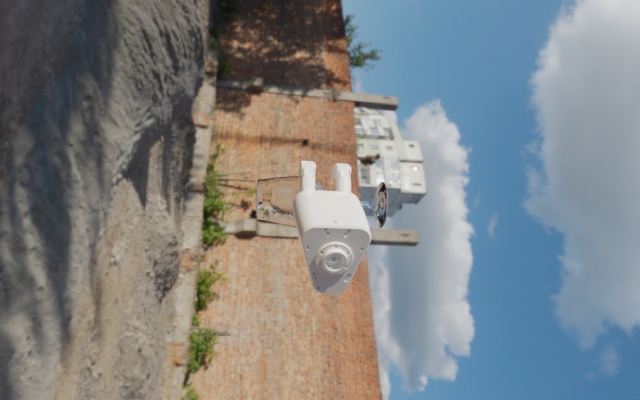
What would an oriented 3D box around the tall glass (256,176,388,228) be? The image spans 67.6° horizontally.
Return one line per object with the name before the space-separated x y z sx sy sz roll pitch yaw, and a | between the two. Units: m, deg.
tall glass | 0.001 0.002 0.753 0.201 0.079 0.079 3 -1 -9
